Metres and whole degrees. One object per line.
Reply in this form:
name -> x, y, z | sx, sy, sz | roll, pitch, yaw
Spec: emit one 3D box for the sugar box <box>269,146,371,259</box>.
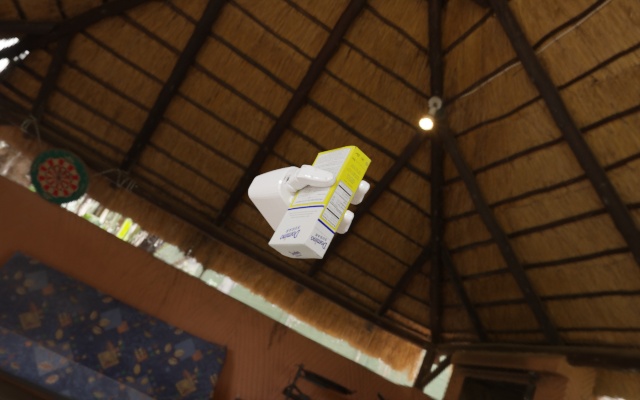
sugar box -> 0.000, 0.003, 0.714 | 0.048, 0.176, 0.093 | 39, -25, -28
